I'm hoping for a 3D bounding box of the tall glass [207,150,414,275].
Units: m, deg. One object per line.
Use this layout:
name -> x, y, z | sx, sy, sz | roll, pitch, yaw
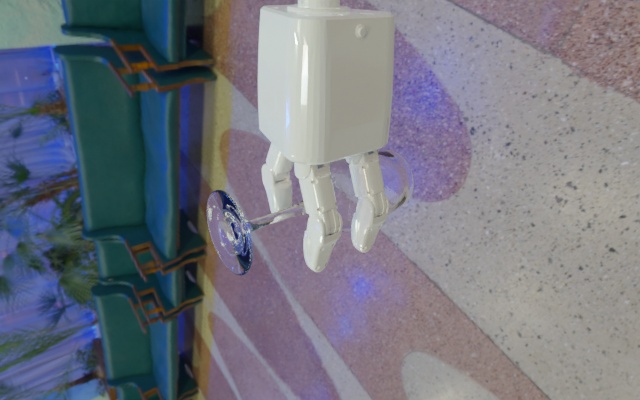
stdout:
tall glass -> -0.001, 0.002, 0.454 | 0.201, 0.079, 0.079 | -18, 11, -35
